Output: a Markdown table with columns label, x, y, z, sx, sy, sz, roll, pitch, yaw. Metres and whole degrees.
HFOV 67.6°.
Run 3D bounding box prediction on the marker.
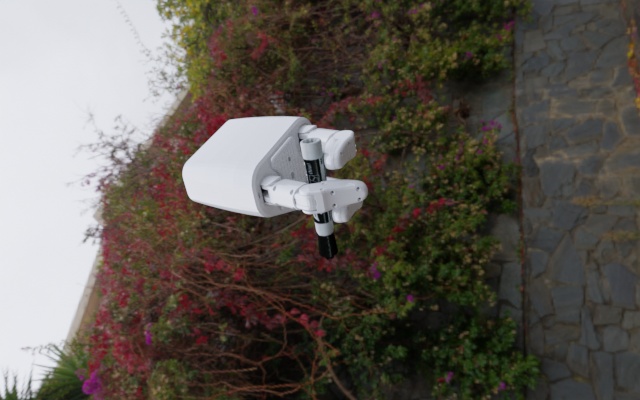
| label | x | y | z | sx | sy | sz | roll | pitch | yaw |
| --- | --- | --- | --- | --- | --- | --- | --- | --- | --- |
| marker | 0.000 | 0.001 | 0.447 | 0.020 | 0.121 | 0.020 | -8 | 24 | 4 |
